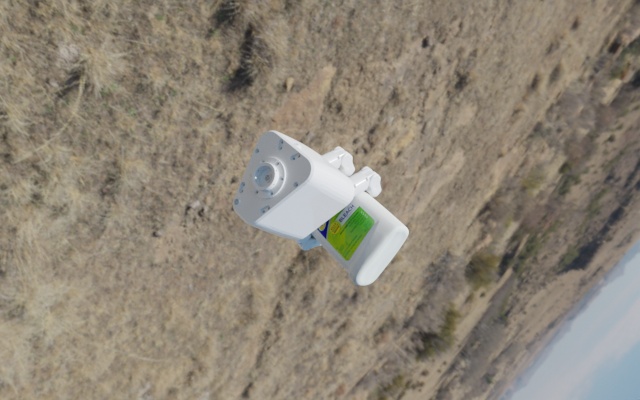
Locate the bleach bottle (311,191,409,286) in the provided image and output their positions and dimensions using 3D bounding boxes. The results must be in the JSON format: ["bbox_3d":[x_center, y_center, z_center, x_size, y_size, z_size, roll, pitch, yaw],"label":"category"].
[{"bbox_3d":[0.000,0.002,0.680,0.250,0.102,0.068,40,9,29],"label":"bleach bottle"}]
